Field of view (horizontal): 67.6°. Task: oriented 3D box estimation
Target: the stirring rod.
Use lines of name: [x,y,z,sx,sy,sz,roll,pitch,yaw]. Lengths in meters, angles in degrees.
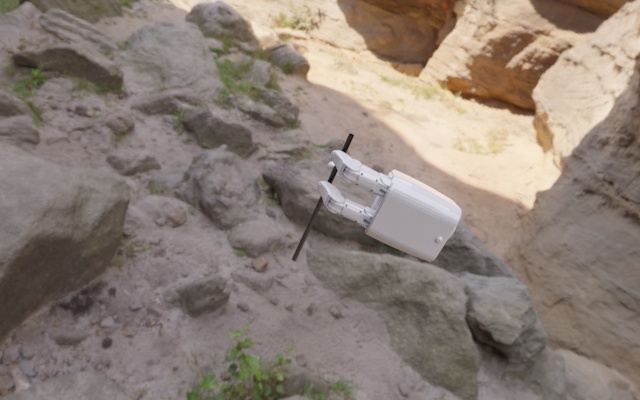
stirring rod: [0.000,0.003,0.736,0.011,0.240,0.011,19,29,-11]
